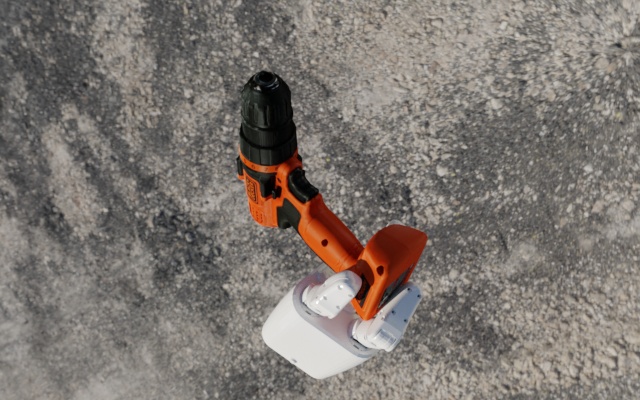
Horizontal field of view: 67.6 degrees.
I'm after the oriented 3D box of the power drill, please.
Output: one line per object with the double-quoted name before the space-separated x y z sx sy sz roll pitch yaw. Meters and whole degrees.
"power drill" 0.000 0.002 0.410 0.057 0.187 0.185 -36 -26 -24
